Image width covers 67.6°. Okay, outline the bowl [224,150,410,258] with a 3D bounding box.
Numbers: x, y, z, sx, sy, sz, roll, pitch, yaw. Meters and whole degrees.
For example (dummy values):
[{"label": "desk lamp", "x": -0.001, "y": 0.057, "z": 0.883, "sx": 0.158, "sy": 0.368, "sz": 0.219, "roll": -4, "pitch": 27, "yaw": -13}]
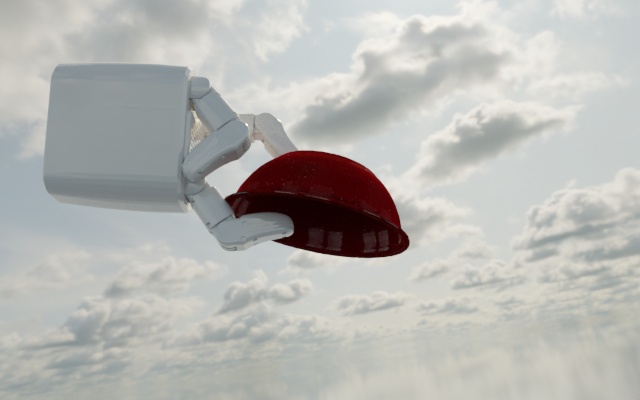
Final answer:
[{"label": "bowl", "x": 0.001, "y": 0.001, "z": 0.414, "sx": 0.162, "sy": 0.055, "sz": 0.162, "roll": 11, "pitch": -19, "yaw": 4}]
